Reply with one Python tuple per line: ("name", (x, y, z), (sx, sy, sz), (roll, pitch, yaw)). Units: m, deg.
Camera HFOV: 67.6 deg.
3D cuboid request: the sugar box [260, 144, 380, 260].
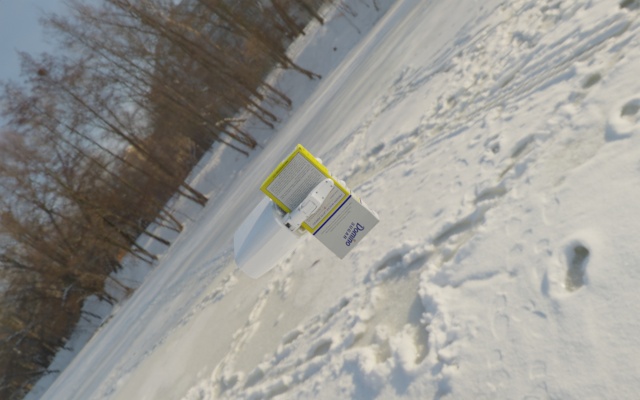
("sugar box", (0.000, 0.002, 0.765), (0.176, 0.093, 0.048), (42, 11, -12))
